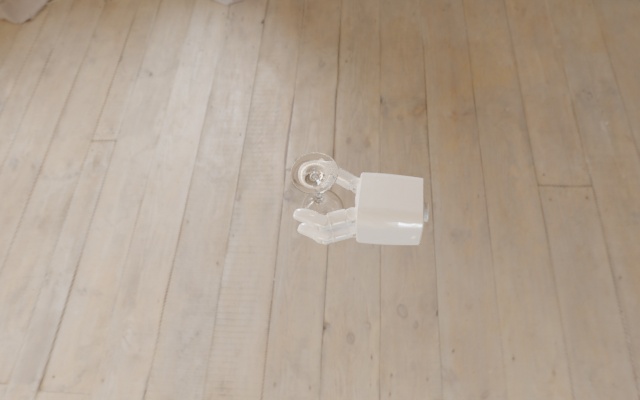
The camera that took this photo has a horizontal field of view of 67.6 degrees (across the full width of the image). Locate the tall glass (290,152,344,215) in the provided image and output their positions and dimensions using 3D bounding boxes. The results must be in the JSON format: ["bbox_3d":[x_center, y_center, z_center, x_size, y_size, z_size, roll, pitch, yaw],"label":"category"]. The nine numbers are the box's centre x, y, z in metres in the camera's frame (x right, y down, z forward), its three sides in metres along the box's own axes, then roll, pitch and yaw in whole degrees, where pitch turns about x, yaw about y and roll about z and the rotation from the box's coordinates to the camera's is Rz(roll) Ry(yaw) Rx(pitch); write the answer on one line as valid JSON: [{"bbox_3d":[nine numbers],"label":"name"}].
[{"bbox_3d":[0.000,0.002,0.820,0.079,0.079,0.201,0,-27,6],"label":"tall glass"}]
